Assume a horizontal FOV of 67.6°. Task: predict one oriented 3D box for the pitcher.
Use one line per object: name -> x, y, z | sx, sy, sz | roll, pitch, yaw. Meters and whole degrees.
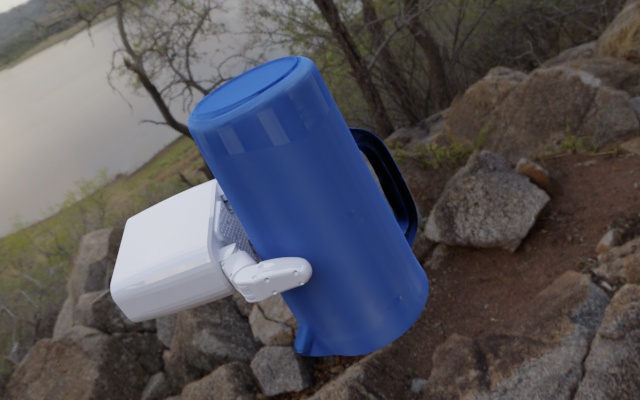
pitcher -> 0.000, 0.001, 0.419 | 0.145, 0.243, 0.149 | -21, 28, 12
